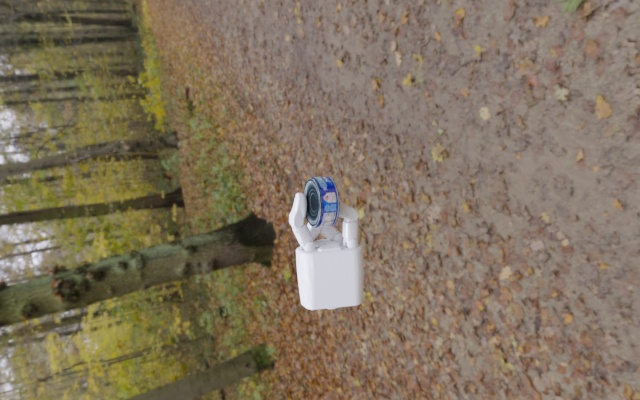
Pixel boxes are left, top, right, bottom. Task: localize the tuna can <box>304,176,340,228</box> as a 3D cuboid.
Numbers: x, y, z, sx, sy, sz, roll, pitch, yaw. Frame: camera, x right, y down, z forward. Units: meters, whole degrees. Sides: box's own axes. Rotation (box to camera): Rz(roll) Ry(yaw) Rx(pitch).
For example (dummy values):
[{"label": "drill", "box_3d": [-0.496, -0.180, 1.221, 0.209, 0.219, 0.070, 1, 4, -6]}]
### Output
[{"label": "tuna can", "box_3d": [0.000, 0.003, 0.805, 0.034, 0.086, 0.086, -4, 1, -21]}]
